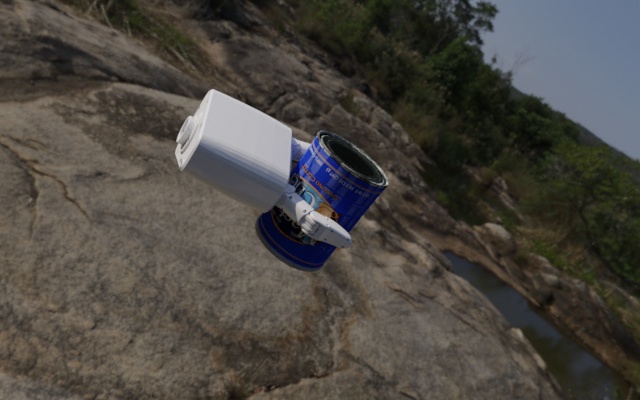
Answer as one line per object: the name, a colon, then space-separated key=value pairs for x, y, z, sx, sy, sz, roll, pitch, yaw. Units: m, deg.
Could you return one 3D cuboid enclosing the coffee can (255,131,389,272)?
coffee can: x=0.000 y=0.002 z=0.580 sx=0.103 sy=0.140 sz=0.102 roll=32 pitch=22 yaw=-14
